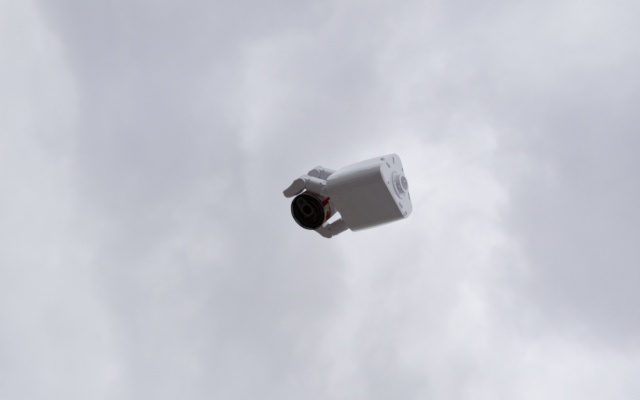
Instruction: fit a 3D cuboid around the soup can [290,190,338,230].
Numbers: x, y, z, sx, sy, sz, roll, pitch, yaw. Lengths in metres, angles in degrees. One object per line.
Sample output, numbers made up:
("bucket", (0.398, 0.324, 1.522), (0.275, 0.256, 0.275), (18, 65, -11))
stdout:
("soup can", (0.000, 0.003, 0.864), (0.068, 0.068, 0.102), (0, 20, 29))
